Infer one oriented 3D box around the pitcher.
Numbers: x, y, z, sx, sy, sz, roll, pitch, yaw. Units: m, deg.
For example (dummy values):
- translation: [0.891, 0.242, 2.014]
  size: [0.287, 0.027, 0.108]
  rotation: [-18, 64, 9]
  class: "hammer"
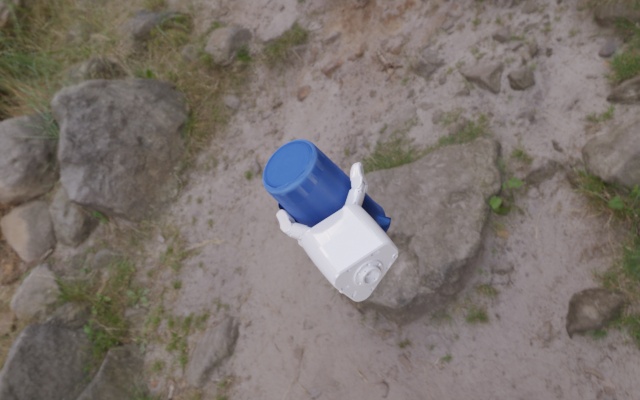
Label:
- translation: [0.000, 0.003, 0.854]
  size: [0.243, 0.149, 0.145]
  rotation: [43, 6, -43]
  class: "pitcher"
